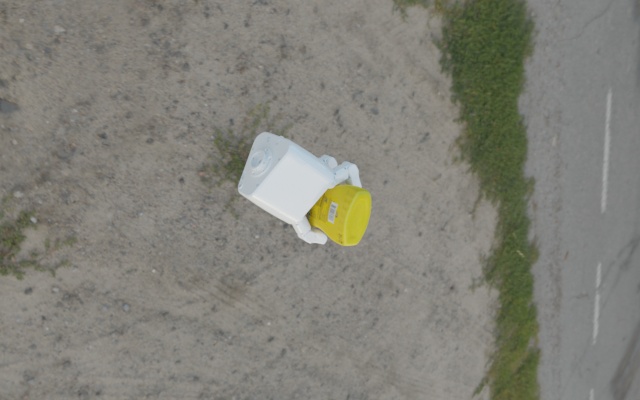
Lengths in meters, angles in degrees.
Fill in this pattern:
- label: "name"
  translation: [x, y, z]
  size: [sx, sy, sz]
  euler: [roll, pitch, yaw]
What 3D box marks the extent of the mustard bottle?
- label: "mustard bottle"
  translation: [0.001, 0.003, 0.829]
  size: [0.058, 0.096, 0.191]
  euler: [0, 17, -42]
